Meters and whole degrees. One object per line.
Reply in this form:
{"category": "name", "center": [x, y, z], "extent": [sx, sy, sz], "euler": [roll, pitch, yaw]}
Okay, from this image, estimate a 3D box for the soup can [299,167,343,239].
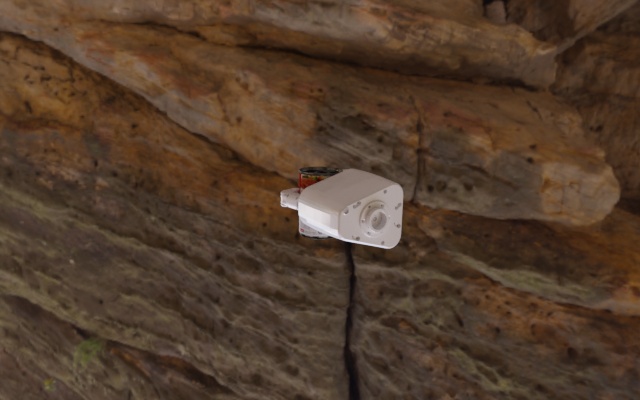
{"category": "soup can", "center": [0.000, 0.003, 0.744], "extent": [0.068, 0.102, 0.068], "euler": [1, 13, 0]}
